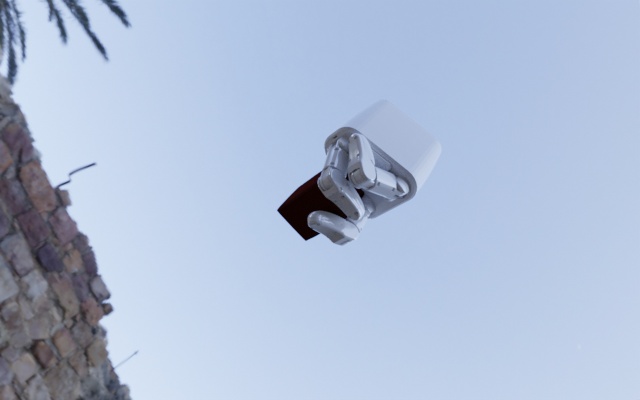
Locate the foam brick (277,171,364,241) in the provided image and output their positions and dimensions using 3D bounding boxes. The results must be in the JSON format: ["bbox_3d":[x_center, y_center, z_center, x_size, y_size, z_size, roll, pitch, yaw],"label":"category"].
[{"bbox_3d":[0.000,0.002,0.550,0.078,0.053,0.051,-32,13,43],"label":"foam brick"}]
